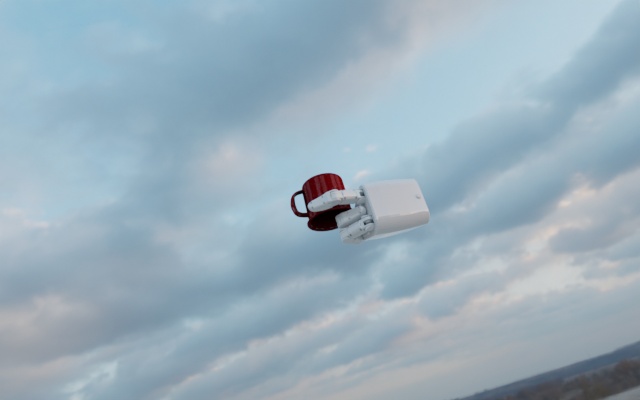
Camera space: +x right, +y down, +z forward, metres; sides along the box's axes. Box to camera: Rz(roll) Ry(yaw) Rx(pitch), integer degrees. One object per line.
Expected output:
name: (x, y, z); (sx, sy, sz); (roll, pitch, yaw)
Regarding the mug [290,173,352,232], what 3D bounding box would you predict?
mug: (-0.001, 0.003, 0.897); (0.117, 0.081, 0.093); (-6, -28, -17)
